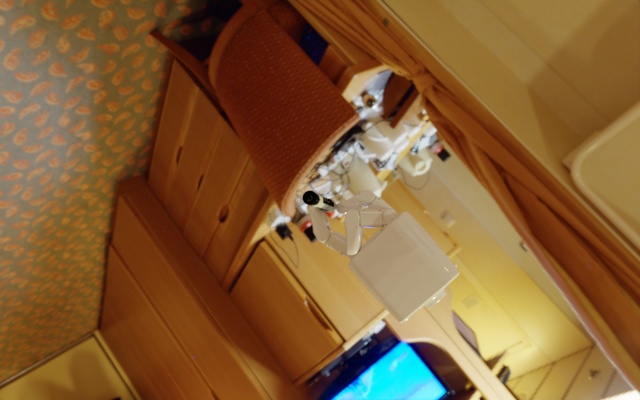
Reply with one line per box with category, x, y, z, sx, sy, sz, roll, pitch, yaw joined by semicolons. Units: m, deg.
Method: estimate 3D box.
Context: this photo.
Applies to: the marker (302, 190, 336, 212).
marker;0.000;0.002;0.648;0.020;0.020;0.121;0;-6;14
